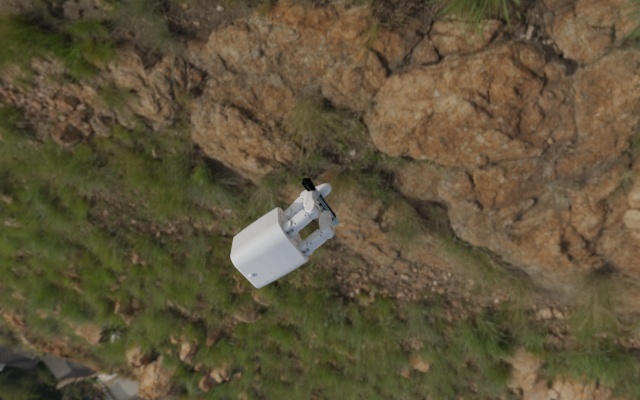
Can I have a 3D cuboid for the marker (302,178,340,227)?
[{"bbox_3d":[0.000,0.003,0.880,0.020,0.020,0.121,0,-42,40],"label":"marker"}]
